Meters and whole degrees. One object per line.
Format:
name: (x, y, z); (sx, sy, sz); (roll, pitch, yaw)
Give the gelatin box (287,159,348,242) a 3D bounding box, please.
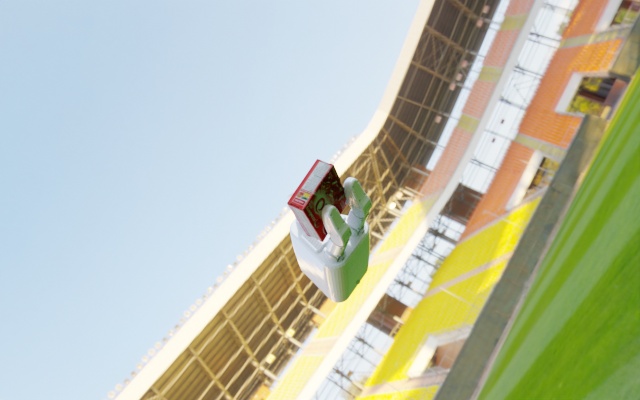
gelatin box: (0.000, 0.002, 0.621); (0.030, 0.073, 0.089); (22, -23, 30)
